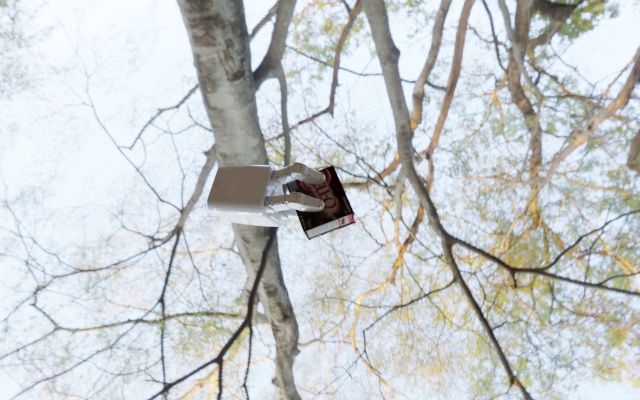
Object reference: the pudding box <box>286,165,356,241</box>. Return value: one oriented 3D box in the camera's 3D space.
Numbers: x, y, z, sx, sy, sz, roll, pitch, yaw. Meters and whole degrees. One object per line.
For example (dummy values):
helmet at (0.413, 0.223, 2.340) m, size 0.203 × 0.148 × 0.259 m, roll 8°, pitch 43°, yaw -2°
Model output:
pudding box at (0.000, 0.003, 0.817) m, size 0.090 × 0.113 × 0.039 m, roll -21°, pitch -33°, yaw -1°
